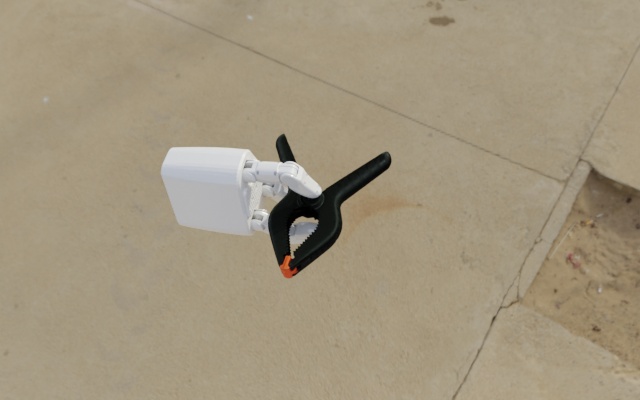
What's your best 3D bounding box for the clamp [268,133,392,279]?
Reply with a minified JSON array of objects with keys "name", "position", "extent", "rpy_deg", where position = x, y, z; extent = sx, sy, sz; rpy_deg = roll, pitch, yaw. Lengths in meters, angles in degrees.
[{"name":"clamp","position":[0.000,0.002,0.612],"extent":[0.164,0.209,0.036],"rpy_deg":[5,-33,12]}]
